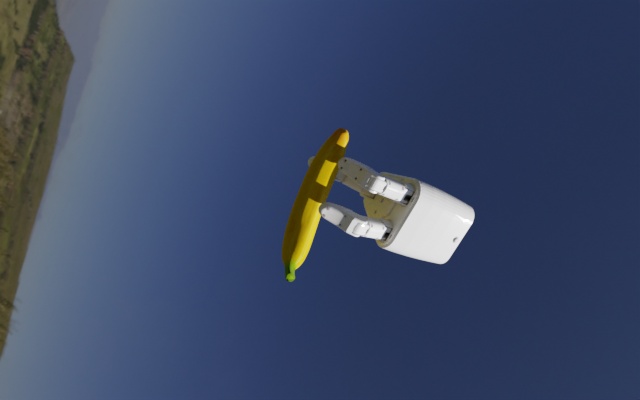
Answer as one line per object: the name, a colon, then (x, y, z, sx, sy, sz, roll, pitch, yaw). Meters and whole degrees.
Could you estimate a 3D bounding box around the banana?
banana: (-0.009, 0.005, 0.604, 0.037, 0.198, 0.069, 21, -8, -24)
